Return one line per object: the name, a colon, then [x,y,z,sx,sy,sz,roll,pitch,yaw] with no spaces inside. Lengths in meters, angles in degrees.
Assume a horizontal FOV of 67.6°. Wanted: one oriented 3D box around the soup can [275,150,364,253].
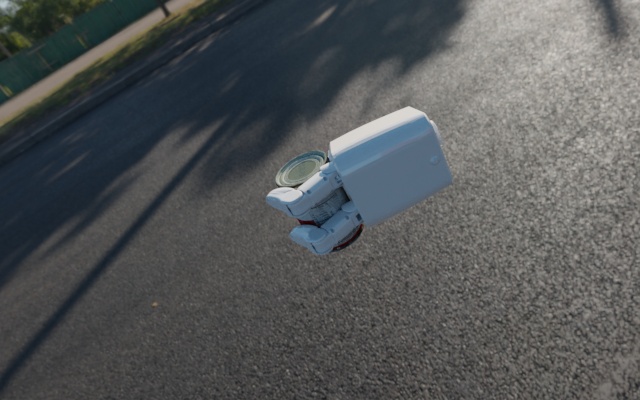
soup can: [-0.001,0.002,0.554,0.068,0.102,0.068,-22,31,14]
